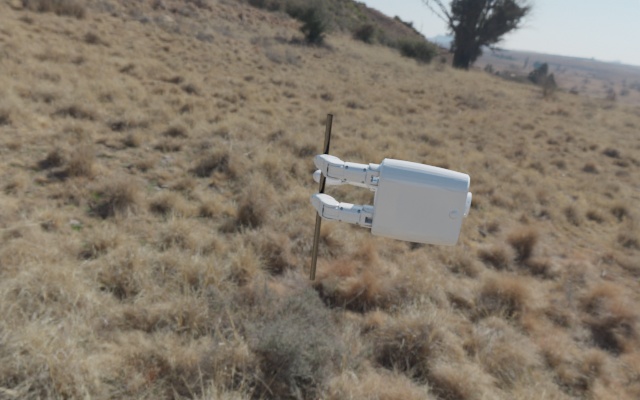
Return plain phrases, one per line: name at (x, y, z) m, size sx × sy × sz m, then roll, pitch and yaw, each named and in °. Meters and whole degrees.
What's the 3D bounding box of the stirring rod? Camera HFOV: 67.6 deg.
stirring rod at (0.000, 0.002, 0.657) m, size 0.011 × 0.240 × 0.011 m, roll 6°, pitch 19°, yaw -2°
